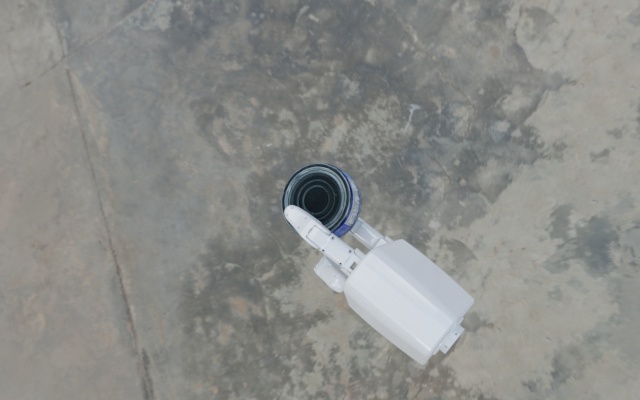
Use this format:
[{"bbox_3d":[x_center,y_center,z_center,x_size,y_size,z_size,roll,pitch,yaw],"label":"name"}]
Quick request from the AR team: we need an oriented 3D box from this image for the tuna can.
[{"bbox_3d":[0.000,0.002,0.533,0.086,0.086,0.034,0,-10,23],"label":"tuna can"}]
